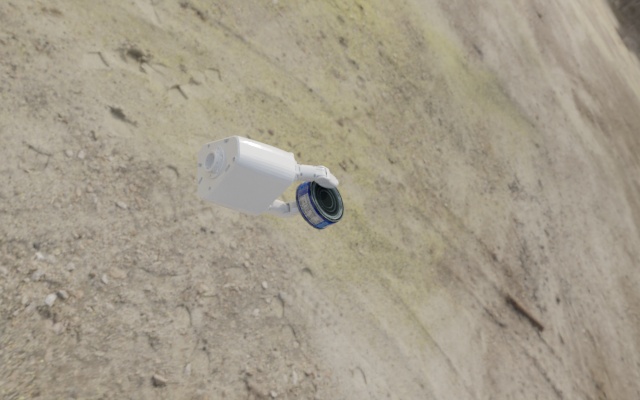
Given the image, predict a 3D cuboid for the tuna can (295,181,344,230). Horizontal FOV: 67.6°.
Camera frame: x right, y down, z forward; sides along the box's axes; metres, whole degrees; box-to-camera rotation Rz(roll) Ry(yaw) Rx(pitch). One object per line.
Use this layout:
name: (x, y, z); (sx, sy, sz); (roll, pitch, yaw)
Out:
tuna can: (0.001, 0.002, 0.789); (0.034, 0.086, 0.086); (-28, -16, 34)
